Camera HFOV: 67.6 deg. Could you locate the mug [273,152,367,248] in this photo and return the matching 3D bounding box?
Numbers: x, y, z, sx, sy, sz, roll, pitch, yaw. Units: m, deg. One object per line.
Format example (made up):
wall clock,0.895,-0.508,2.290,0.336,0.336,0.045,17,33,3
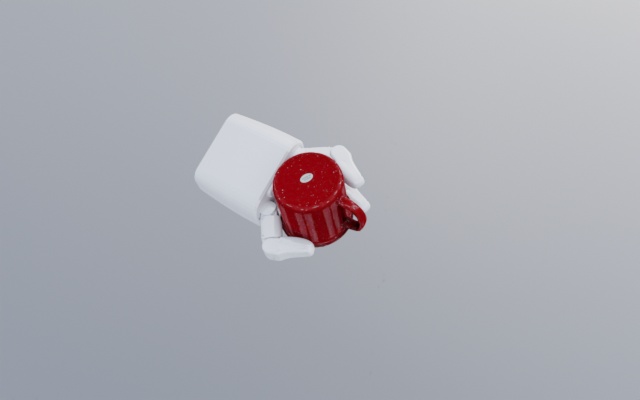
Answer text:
mug,0.001,0.002,0.559,0.117,0.093,0.081,26,-23,21
